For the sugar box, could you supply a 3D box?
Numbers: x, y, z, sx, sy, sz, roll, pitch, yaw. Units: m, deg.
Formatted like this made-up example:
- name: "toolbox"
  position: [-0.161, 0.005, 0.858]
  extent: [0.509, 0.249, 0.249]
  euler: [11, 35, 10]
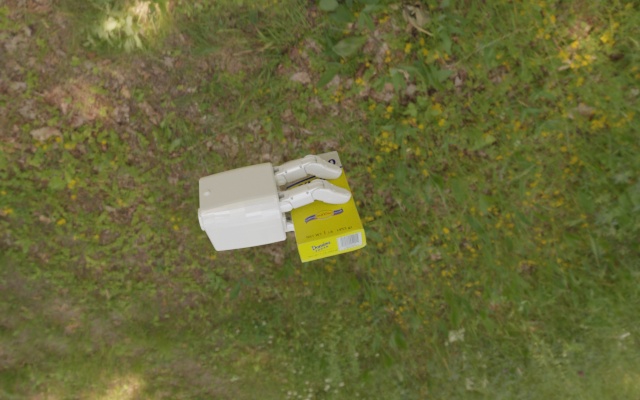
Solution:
- name: "sugar box"
  position: [0.000, 0.002, 0.701]
  extent: [0.093, 0.176, 0.048]
  euler: [-13, -43, -3]
